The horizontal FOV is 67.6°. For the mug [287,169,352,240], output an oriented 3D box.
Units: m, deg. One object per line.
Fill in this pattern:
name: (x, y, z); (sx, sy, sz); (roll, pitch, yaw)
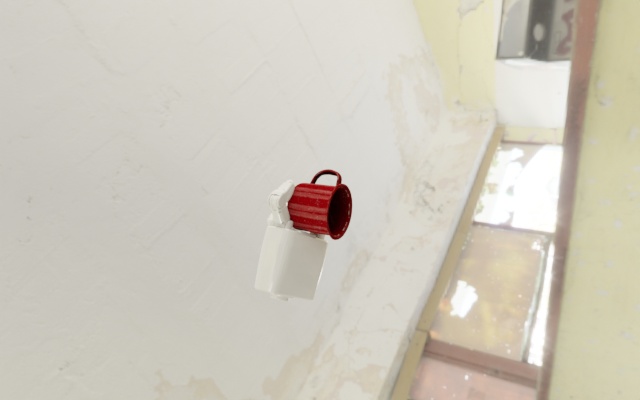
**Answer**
mug: (0.000, 0.001, 0.800); (0.081, 0.117, 0.093); (8, -12, 28)
